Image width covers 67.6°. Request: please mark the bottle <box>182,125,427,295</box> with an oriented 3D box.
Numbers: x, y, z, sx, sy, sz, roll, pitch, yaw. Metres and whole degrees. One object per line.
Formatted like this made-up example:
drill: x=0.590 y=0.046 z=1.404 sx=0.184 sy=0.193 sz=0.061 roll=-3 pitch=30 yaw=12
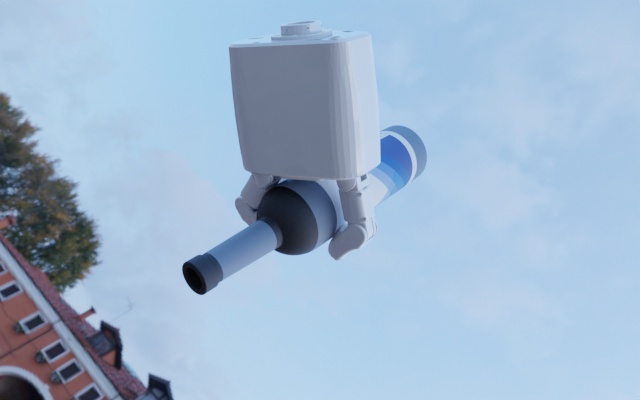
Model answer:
bottle: x=0.000 y=0.001 z=0.445 sx=0.069 sy=0.069 sz=0.295 roll=0 pitch=22 yaw=43
